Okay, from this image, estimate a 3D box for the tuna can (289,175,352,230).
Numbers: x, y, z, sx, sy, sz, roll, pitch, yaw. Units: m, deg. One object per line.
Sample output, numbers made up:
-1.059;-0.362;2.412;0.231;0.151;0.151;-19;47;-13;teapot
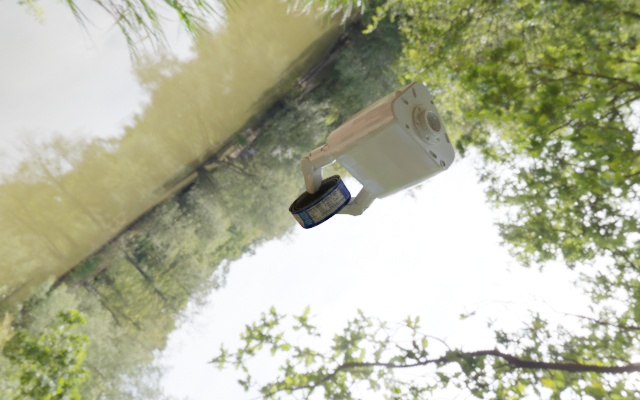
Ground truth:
0.000;0.003;0.663;0.086;0.034;0.086;-33;14;9;tuna can
